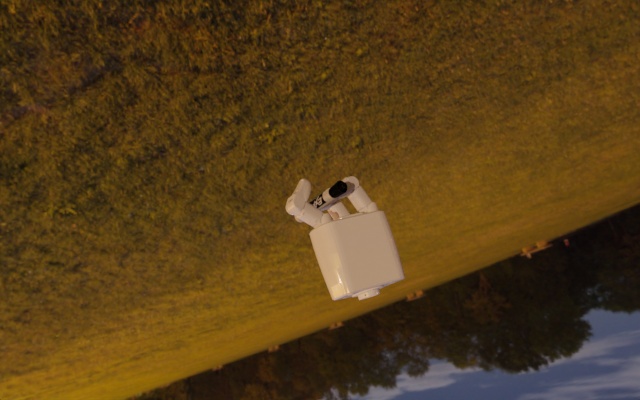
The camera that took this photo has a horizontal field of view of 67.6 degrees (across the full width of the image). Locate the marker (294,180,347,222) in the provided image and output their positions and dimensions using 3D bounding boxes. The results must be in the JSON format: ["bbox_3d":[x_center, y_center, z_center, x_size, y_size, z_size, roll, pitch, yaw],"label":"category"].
[{"bbox_3d":[0.000,0.002,0.689,0.020,0.020,0.121,0,-23,-36],"label":"marker"}]
